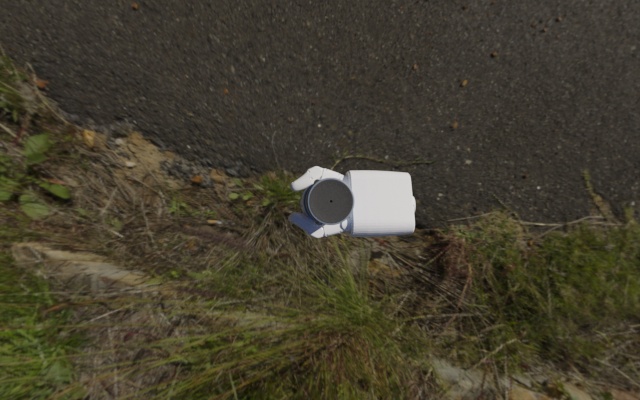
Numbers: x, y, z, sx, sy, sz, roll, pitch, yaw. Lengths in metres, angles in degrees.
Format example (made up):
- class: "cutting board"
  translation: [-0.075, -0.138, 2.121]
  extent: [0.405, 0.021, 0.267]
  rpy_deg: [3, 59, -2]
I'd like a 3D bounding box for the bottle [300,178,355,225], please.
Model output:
- class: "bottle"
  translation: [0.000, 0.003, 0.808]
  extent: [0.069, 0.069, 0.296]
  rpy_deg: [0, -1, -6]
